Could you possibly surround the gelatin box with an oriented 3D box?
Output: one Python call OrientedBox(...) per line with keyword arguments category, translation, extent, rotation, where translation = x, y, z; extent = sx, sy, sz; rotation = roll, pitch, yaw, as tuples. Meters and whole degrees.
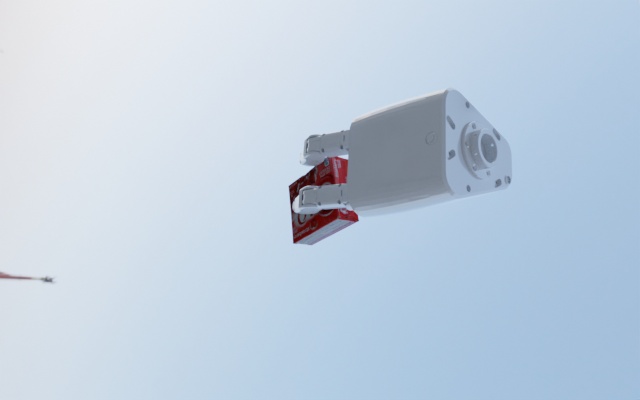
OrientedBox(category="gelatin box", translation=(0.000, 0.002, 0.527), extent=(0.030, 0.073, 0.089), rotation=(10, -27, -34))
